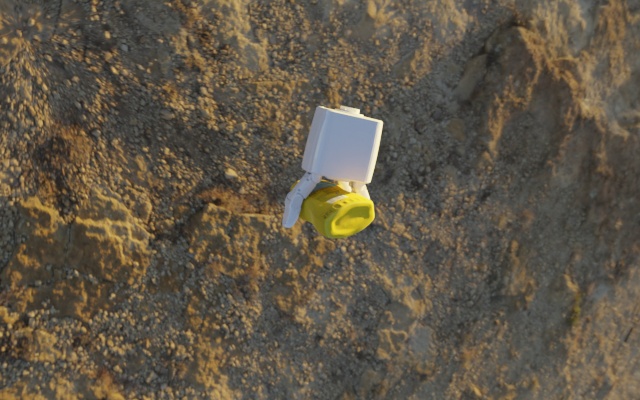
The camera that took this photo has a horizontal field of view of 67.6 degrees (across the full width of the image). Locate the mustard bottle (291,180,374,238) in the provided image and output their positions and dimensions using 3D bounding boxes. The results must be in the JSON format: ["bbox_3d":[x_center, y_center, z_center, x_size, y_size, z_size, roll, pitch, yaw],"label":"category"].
[{"bbox_3d":[0.000,0.003,0.819,0.096,0.058,0.191,-22,27,-24],"label":"mustard bottle"}]
